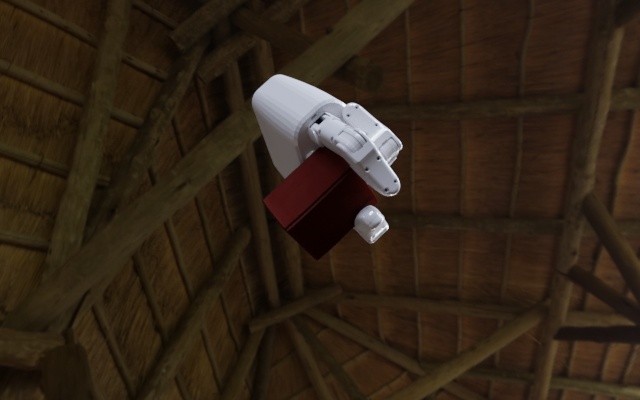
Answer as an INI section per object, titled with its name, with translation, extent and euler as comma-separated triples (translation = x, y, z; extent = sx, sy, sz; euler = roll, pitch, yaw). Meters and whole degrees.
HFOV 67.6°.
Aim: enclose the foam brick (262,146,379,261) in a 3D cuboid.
[foam brick]
translation = 0.000, 0.002, 0.413
extent = 0.051, 0.078, 0.053
euler = 42, -7, 48
